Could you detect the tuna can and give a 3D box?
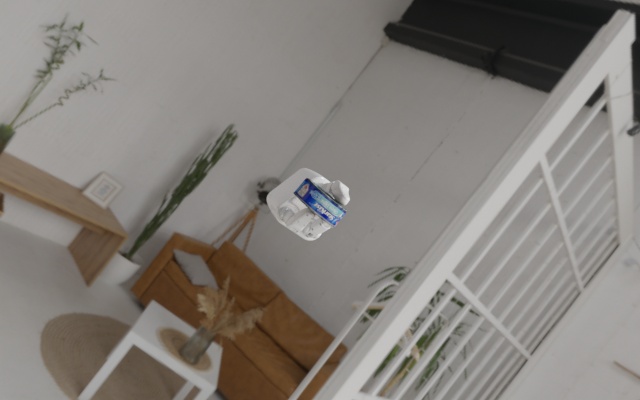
[{"bbox_3d":[0.001,0.002,0.756,0.086,0.034,0.086,40,3,-3],"label":"tuna can"}]
